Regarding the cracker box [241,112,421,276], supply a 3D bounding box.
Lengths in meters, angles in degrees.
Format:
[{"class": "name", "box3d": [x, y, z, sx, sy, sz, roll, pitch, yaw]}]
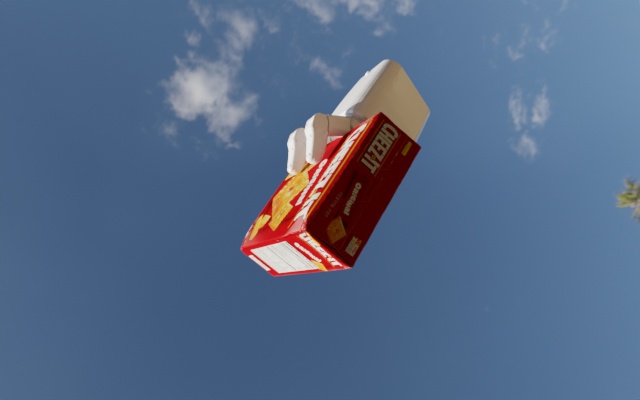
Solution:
[{"class": "cracker box", "box3d": [0.000, 0.002, 0.573, 0.072, 0.164, 0.214, 39, -24, -14]}]
